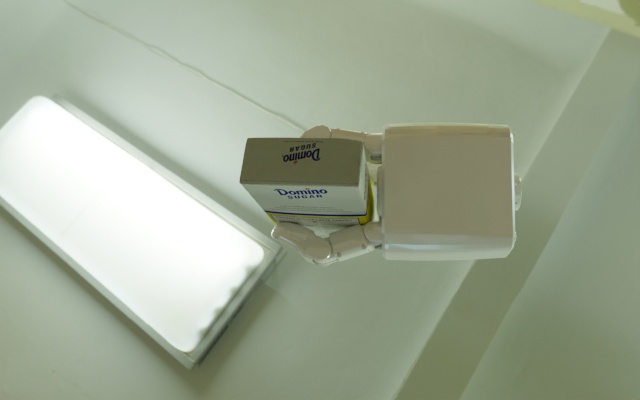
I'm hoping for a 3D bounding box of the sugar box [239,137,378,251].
[{"bbox_3d":[0.000,0.001,0.431,0.093,0.048,0.176,2,-23,11],"label":"sugar box"}]
